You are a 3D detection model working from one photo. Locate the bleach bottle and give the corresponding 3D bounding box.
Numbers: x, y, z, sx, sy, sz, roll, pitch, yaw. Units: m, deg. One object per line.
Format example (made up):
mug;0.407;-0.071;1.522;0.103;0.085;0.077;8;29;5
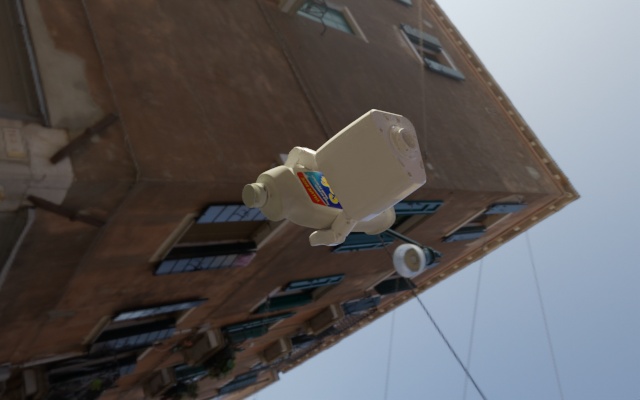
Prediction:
bleach bottle;0.000;0.002;0.690;0.251;0.102;0.068;0;-26;-45
